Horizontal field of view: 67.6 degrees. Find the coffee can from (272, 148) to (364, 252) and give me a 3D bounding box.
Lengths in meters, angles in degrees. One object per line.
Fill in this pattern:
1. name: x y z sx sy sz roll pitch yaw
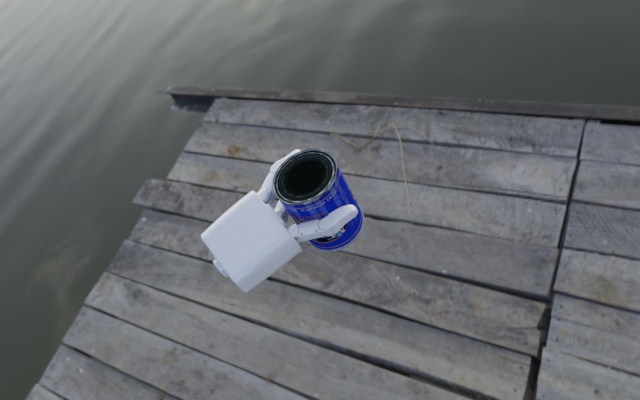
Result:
1. coffee can: 0.000 0.002 0.745 0.103 0.102 0.140 0 -34 24
